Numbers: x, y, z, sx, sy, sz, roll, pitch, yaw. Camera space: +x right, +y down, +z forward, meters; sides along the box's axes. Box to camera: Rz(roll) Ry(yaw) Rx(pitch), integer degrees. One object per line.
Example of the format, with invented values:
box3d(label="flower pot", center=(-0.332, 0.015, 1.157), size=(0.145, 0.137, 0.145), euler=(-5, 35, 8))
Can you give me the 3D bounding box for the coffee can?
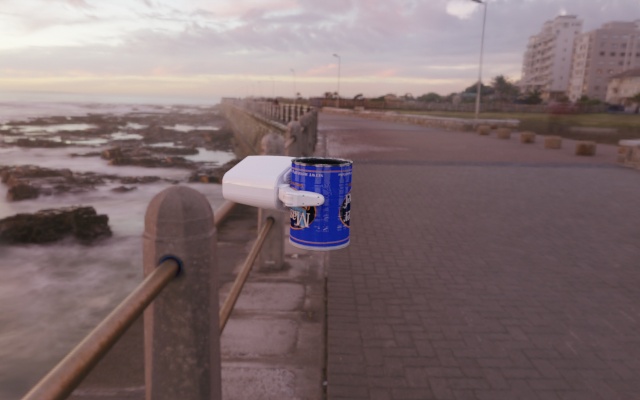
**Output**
box3d(label="coffee can", center=(0.000, 0.003, 0.798), size=(0.103, 0.140, 0.102), euler=(2, 12, 0))
